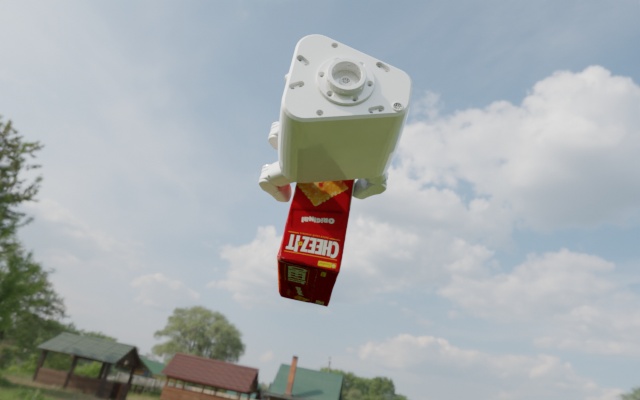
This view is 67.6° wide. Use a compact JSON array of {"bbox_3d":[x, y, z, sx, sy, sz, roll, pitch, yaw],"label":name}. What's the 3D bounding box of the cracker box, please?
[{"bbox_3d":[0.000,0.002,0.576,0.072,0.213,0.164,11,-24,2],"label":"cracker box"}]
